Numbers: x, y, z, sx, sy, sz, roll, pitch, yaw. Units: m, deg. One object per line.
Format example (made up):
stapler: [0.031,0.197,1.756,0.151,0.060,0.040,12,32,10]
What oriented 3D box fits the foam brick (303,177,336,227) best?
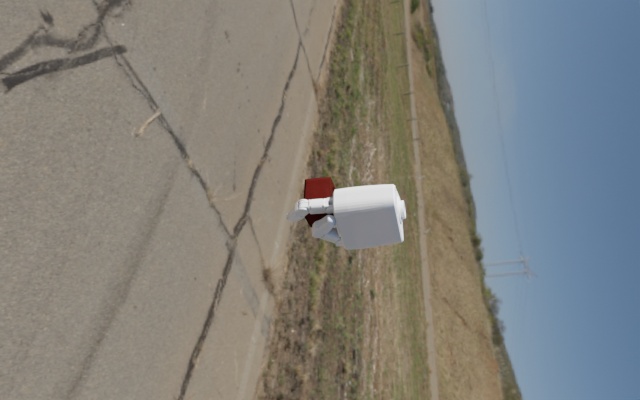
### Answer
foam brick: [0.000,0.003,0.886,0.051,0.078,0.053,-8,-35,15]
